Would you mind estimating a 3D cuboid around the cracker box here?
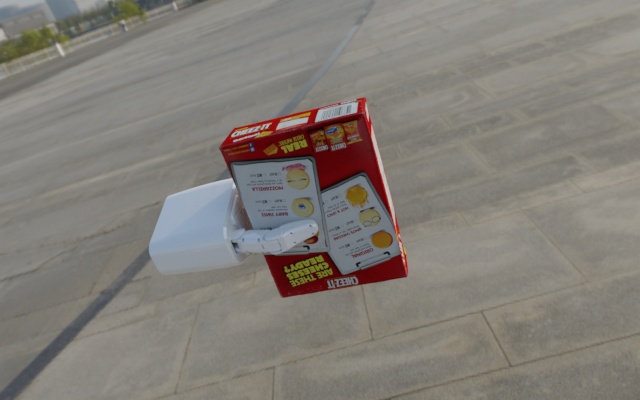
[{"bbox_3d":[0.000,0.002,0.566,0.164,0.214,0.072,-12,27,14],"label":"cracker box"}]
